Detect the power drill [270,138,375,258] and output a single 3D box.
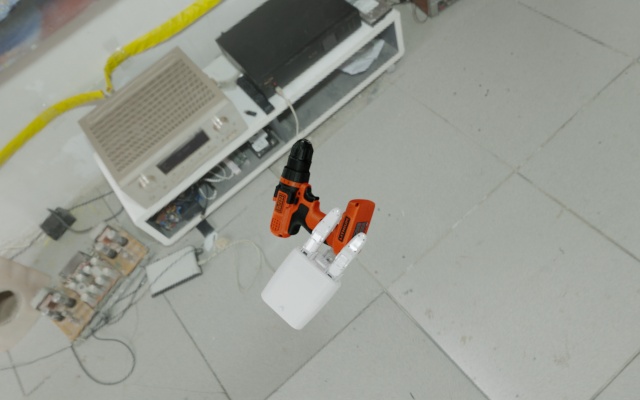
[{"bbox_3d":[0.000,0.003,0.821,0.187,0.184,0.057,26,19,36],"label":"power drill"}]
